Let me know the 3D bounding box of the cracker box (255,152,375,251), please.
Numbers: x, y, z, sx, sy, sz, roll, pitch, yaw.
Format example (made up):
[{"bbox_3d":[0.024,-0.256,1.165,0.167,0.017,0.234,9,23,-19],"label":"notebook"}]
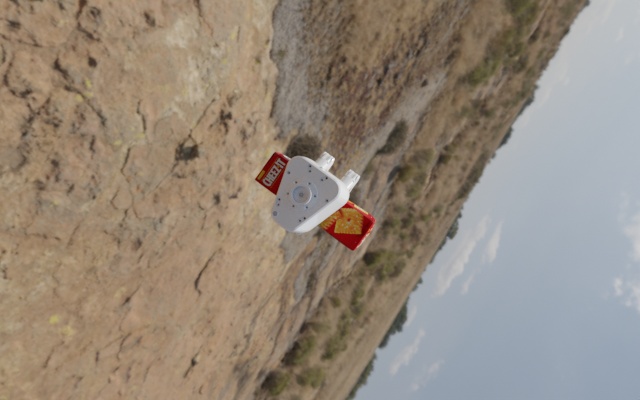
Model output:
[{"bbox_3d":[0.000,0.003,0.892,0.213,0.072,0.164,36,2,8],"label":"cracker box"}]
